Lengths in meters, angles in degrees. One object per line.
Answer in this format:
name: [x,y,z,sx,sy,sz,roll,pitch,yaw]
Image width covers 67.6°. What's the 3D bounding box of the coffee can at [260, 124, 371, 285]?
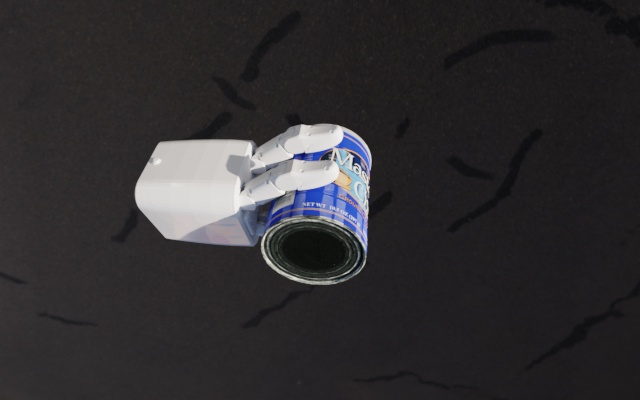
coffee can: [0.000,0.002,0.504,0.103,0.140,0.103,4,-45,4]
